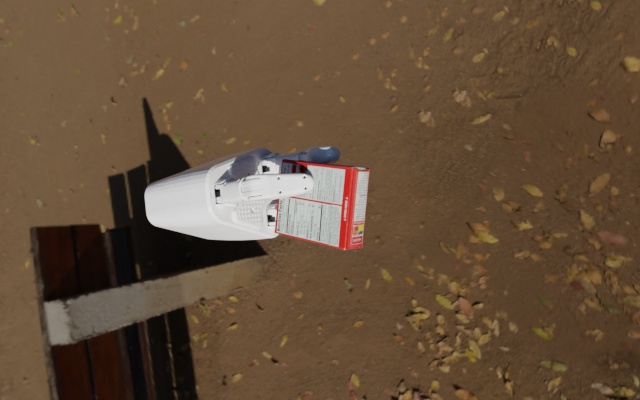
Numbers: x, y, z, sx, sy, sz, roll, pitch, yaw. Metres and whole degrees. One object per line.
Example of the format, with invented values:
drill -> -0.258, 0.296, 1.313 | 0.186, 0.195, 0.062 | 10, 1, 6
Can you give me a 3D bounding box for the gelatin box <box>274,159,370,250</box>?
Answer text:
gelatin box -> 0.000, 0.002, 0.444 | 0.089, 0.073, 0.030 | 10, 7, 39
